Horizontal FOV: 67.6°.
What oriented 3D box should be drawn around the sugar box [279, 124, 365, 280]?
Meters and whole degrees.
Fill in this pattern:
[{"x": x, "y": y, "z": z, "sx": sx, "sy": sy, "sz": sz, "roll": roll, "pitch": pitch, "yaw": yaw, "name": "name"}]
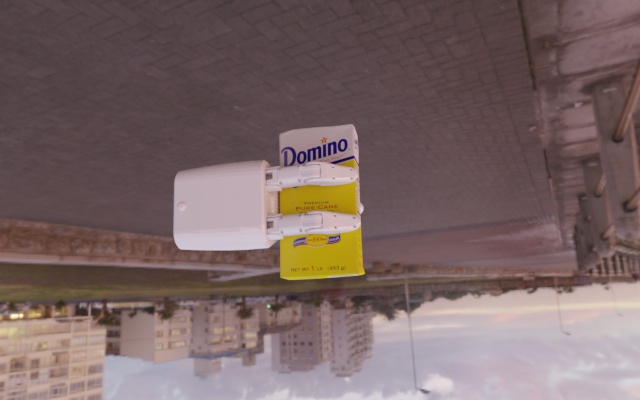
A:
[{"x": 0.000, "y": 0.002, "z": 0.561, "sx": 0.093, "sy": 0.176, "sz": 0.048, "roll": -5, "pitch": -11, "yaw": 11, "name": "sugar box"}]
